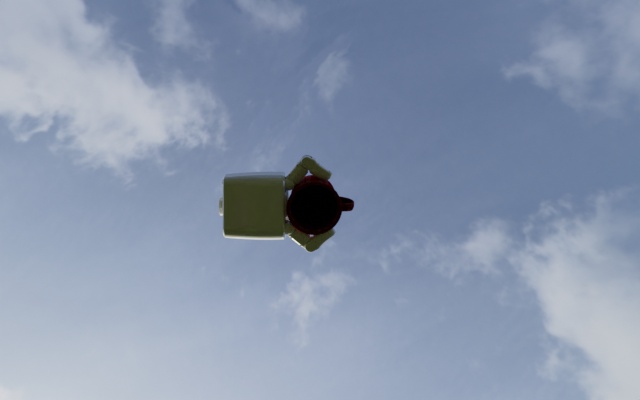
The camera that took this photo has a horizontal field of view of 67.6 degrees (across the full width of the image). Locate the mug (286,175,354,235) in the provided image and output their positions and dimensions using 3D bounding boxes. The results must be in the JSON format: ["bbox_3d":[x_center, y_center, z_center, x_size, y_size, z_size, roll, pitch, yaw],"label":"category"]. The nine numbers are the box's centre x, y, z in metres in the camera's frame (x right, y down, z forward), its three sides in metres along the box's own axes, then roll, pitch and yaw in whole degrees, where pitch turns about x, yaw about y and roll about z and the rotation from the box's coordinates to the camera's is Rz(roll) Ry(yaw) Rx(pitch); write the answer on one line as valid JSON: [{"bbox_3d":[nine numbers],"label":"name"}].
[{"bbox_3d":[0.002,0.003,0.829,0.117,0.093,0.081,0,16,-3],"label":"mug"}]
